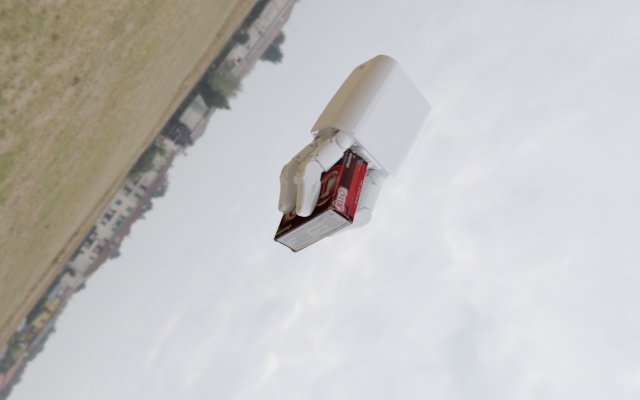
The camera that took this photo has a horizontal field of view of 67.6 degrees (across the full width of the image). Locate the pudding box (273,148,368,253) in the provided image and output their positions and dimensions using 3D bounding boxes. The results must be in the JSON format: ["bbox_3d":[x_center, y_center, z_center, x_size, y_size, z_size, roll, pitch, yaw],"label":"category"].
[{"bbox_3d":[0.000,0.002,0.556,0.039,0.090,0.113,34,-40,-19],"label":"pudding box"}]
